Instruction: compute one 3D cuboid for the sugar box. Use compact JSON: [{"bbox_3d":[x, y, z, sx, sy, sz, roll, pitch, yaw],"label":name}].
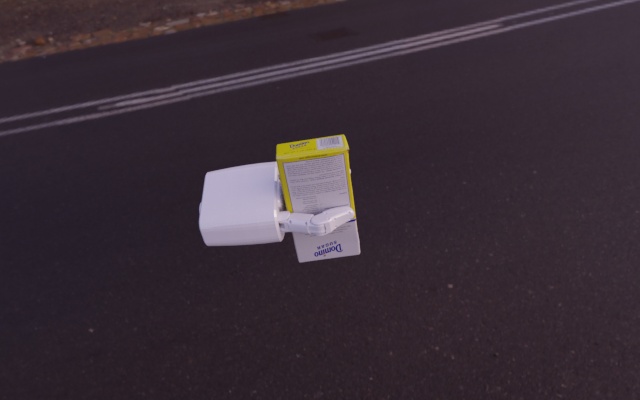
[{"bbox_3d":[0.000,0.002,0.656,0.093,0.176,0.048,-8,37,2],"label":"sugar box"}]
